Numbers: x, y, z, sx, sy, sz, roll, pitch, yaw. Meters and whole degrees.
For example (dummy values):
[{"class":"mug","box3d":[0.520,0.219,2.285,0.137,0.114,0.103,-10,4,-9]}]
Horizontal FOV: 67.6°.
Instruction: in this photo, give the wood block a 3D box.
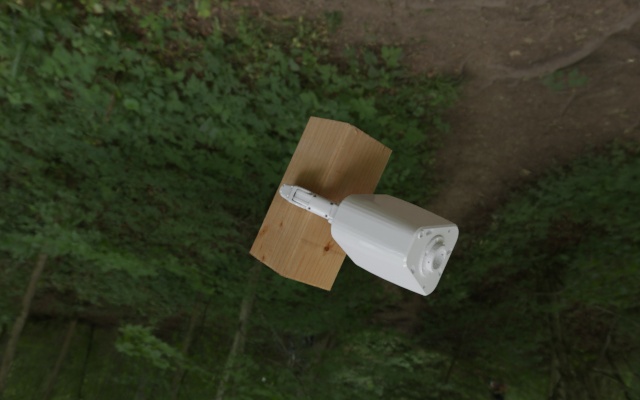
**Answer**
[{"class":"wood block","box3d":[0.000,0.002,0.645,0.091,0.206,0.090,25,-1,-39]}]
